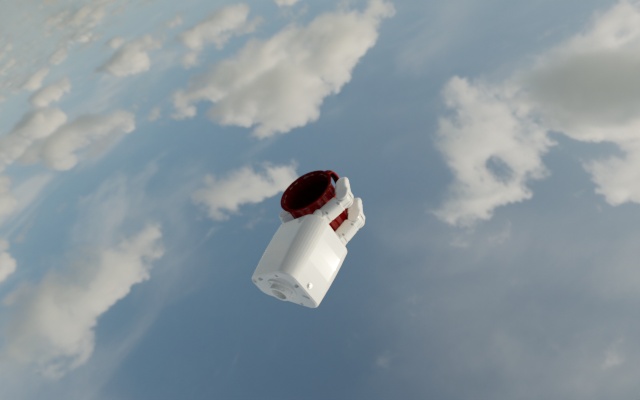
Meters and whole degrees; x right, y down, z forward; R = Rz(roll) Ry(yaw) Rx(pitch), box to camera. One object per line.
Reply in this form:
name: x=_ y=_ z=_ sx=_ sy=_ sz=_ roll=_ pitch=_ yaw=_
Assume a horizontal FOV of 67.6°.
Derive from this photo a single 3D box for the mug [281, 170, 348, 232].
mug: x=0.001 y=0.002 z=0.789 sx=0.093 sy=0.117 sz=0.081 roll=-1 pitch=-44 yaw=40
